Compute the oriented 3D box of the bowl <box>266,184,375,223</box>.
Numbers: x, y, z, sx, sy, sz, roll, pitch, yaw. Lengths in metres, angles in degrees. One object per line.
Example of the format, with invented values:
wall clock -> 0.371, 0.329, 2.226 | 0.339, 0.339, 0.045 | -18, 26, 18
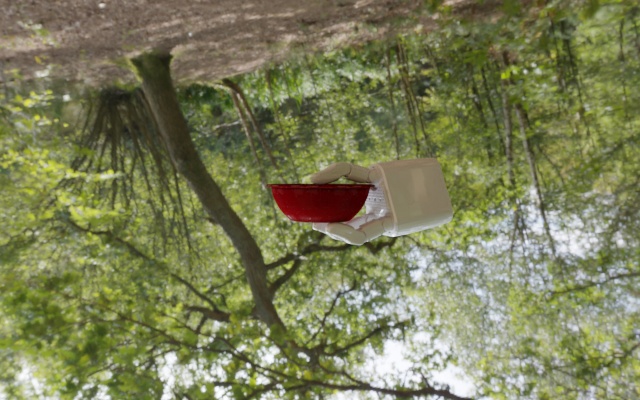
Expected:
bowl -> -0.001, 0.003, 0.714 | 0.162, 0.055, 0.162 | 1, 3, 0
